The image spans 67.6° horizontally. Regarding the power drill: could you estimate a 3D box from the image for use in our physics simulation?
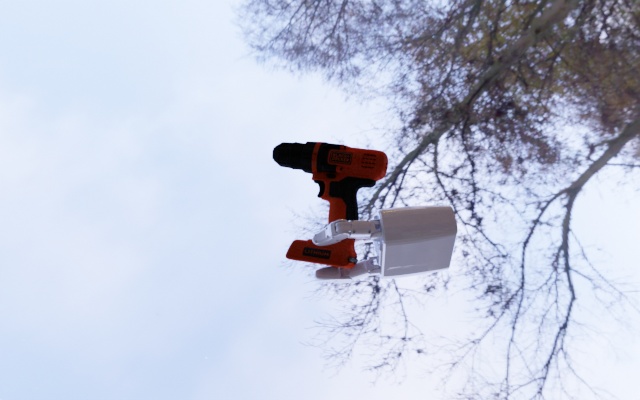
[{"bbox_3d":[0.000,0.003,0.726,0.184,0.187,0.057,7,-6,18],"label":"power drill"}]
